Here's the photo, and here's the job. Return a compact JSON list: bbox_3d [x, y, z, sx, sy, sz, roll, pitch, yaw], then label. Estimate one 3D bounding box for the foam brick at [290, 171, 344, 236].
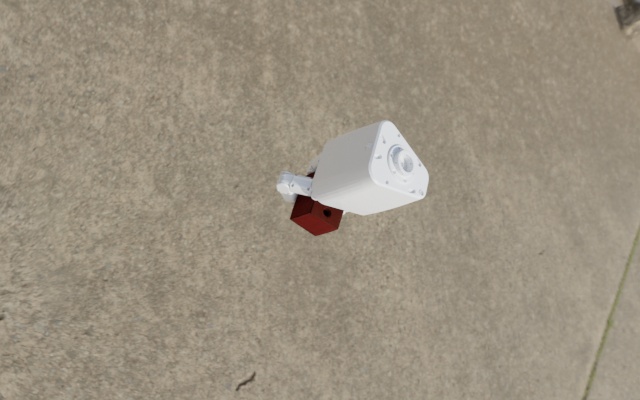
[{"bbox_3d":[0.000,0.003,0.682,0.053,0.078,0.051,33,-30,-29],"label":"foam brick"}]
